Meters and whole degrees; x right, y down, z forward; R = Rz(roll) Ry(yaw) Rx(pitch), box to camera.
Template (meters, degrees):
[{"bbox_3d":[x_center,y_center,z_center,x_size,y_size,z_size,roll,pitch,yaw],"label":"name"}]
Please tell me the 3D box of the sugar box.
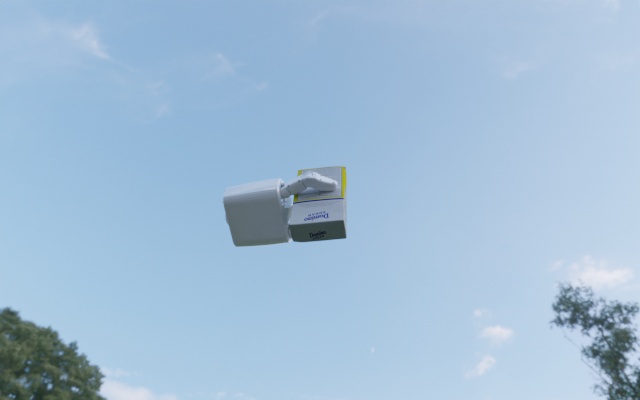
[{"bbox_3d":[0.000,0.003,0.848,0.093,0.048,0.176,-5,36,8],"label":"sugar box"}]
